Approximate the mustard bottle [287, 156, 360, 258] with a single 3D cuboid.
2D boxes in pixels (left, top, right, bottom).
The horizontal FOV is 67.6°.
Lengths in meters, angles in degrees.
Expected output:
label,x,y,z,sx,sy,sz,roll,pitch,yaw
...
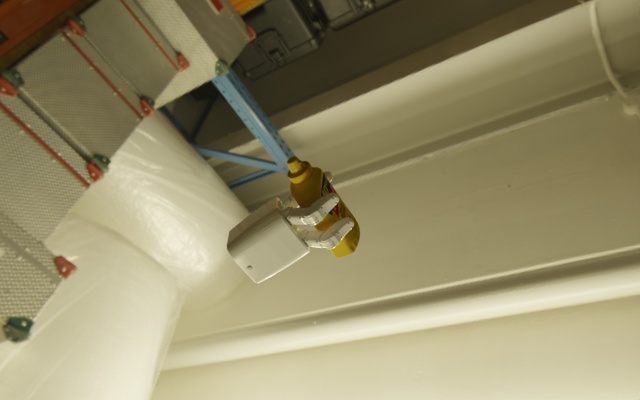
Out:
label,x,y,z,sx,sy,sz,roll,pitch,yaw
mustard bottle,0.001,0.003,0.794,0.058,0.192,0.096,-20,36,22
